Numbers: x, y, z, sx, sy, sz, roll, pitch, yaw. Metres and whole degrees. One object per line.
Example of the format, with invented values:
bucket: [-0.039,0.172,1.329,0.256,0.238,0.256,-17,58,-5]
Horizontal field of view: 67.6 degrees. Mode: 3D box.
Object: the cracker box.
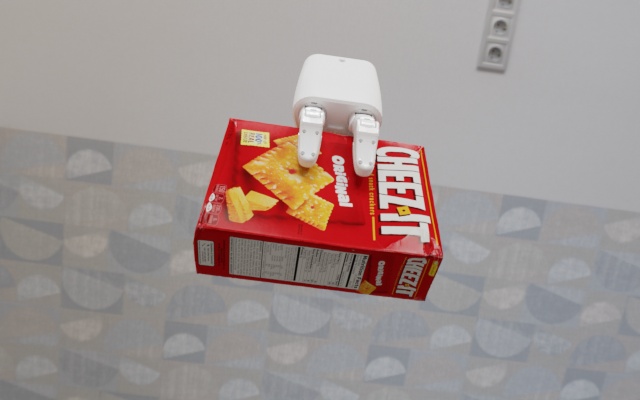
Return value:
cracker box: [0.000,0.002,0.470,0.214,0.072,0.164,7,43,-3]
